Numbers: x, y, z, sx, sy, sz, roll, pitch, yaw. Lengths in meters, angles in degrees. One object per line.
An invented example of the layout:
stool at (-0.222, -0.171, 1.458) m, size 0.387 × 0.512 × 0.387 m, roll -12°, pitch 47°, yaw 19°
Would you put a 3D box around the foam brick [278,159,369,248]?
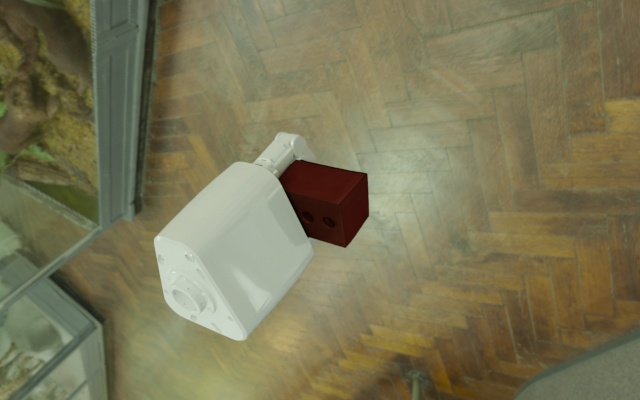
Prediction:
foam brick at (0.000, 0.001, 0.446) m, size 0.078 × 0.053 × 0.051 m, roll 13°, pitch 42°, yaw 27°
